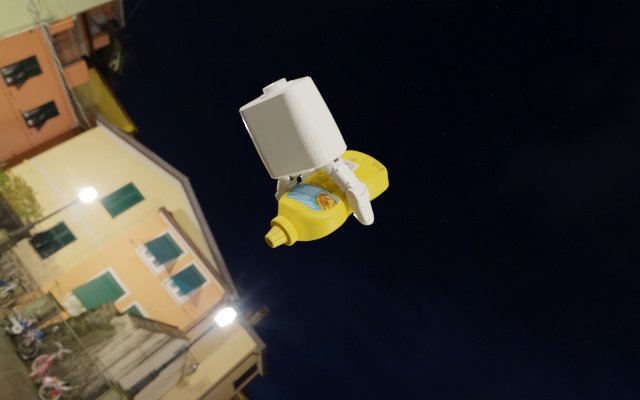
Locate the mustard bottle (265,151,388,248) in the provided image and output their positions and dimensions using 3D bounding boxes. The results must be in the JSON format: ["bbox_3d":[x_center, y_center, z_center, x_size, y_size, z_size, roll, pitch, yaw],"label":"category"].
[{"bbox_3d":[0.000,0.002,0.660,0.096,0.058,0.191,26,52,38],"label":"mustard bottle"}]
